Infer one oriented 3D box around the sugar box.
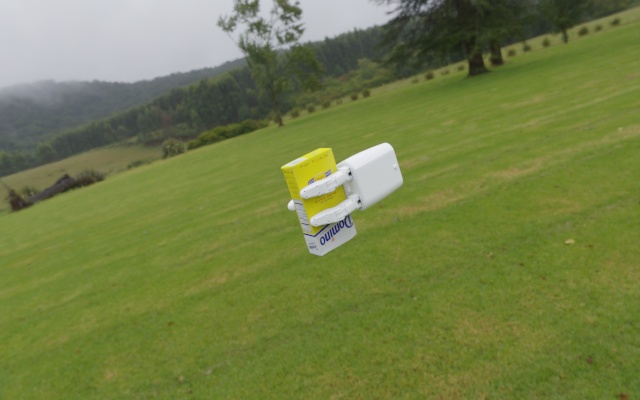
[{"bbox_3d":[0.001,0.003,0.871,0.093,0.176,0.048,-28,17,-29],"label":"sugar box"}]
